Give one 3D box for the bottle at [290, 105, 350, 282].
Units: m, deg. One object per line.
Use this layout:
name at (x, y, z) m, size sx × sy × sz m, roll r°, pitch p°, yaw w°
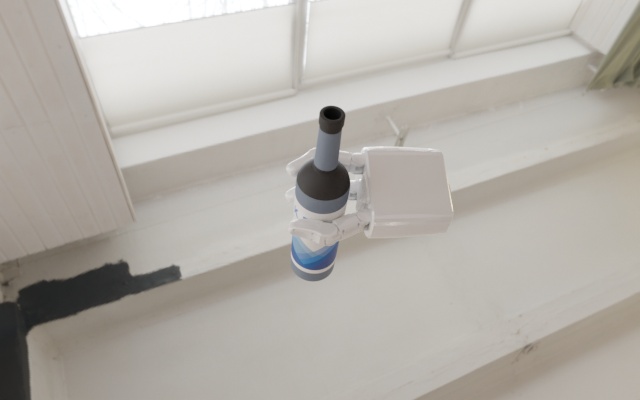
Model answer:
bottle at (0.000, 0.002, 0.607) m, size 0.069 × 0.069 × 0.296 m, roll 0°, pitch -38°, yaw -6°
